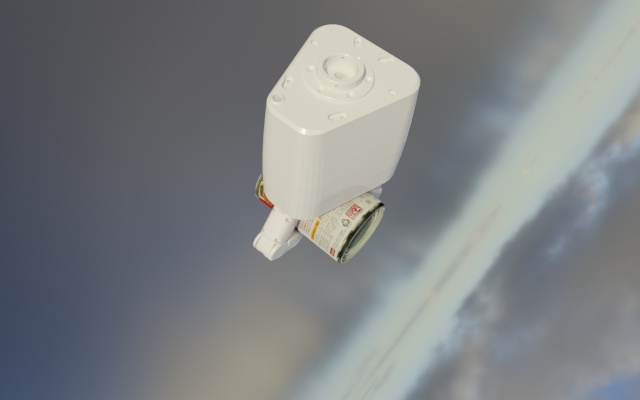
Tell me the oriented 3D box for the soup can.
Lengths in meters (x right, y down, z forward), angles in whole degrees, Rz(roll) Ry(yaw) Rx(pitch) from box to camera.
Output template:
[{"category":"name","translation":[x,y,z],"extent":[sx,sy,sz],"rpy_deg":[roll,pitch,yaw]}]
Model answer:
[{"category":"soup can","translation":[0.000,0.002,0.440],"extent":[0.102,0.068,0.068],"rpy_deg":[37,12,17]}]
